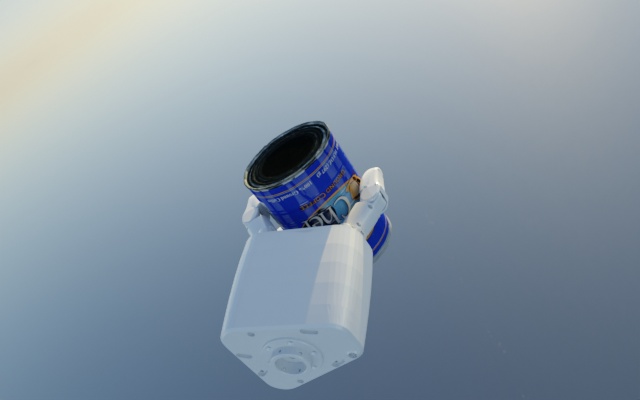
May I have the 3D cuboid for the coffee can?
[{"bbox_3d":[0.000,0.002,0.511,0.103,0.102,0.140,0,-44,45],"label":"coffee can"}]
